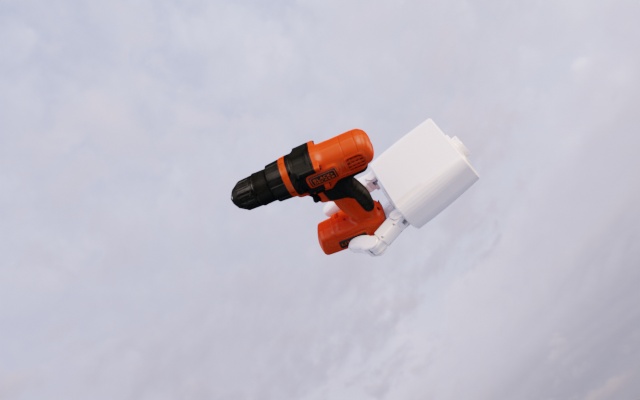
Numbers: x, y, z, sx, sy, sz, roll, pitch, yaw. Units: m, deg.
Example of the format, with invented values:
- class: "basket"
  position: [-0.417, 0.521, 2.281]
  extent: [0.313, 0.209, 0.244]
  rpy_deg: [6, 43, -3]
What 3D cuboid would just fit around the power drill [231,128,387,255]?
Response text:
- class: "power drill"
  position: [0.001, 0.002, 0.629]
  extent: [0.184, 0.057, 0.188]
  rpy_deg: [-21, -37, 11]
